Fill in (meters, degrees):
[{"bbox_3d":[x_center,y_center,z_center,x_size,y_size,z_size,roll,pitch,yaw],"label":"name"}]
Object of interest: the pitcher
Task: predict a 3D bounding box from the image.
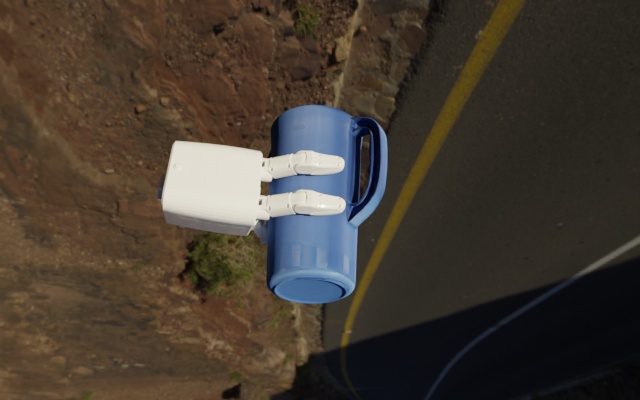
[{"bbox_3d":[0.000,0.002,0.626,0.145,0.242,0.149,8,-31,-12],"label":"pitcher"}]
